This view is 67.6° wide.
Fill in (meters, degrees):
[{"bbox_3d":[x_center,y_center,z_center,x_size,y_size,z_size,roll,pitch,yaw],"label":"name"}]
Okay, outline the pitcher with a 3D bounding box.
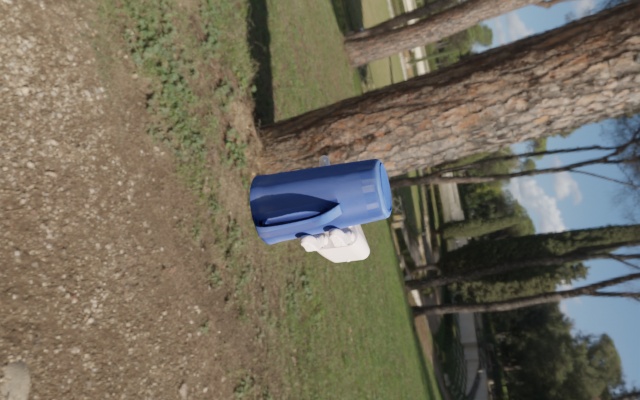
[{"bbox_3d":[0.000,0.003,0.868,0.243,0.149,0.145,-10,-25,16],"label":"pitcher"}]
